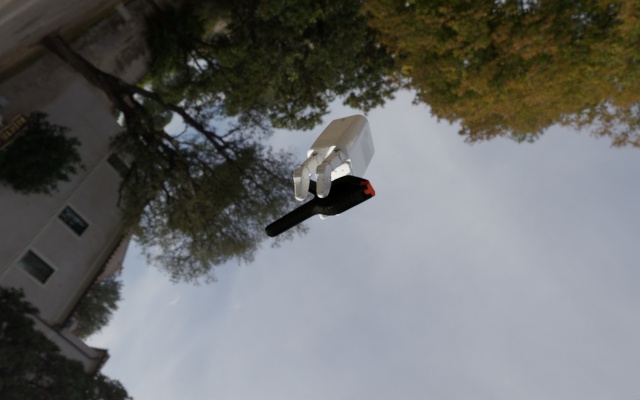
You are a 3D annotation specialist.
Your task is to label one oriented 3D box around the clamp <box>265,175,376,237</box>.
[{"bbox_3d":[0.001,0.003,0.869,0.210,0.036,0.164,-6,38,41],"label":"clamp"}]
